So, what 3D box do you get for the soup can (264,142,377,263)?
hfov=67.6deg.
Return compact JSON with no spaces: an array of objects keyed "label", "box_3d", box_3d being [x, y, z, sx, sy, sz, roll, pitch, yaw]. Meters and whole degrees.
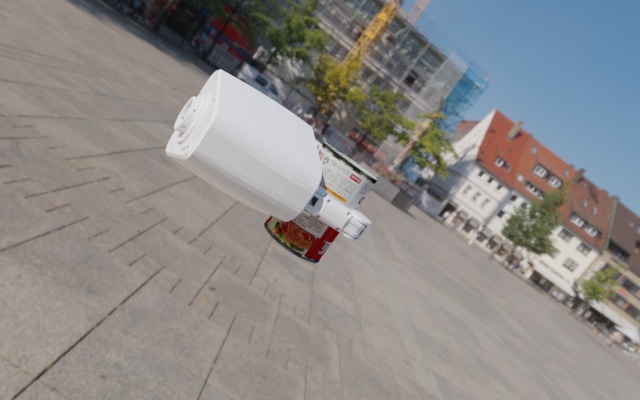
[{"label":"soup can","box_3d":[0.001,0.002,0.475,0.068,0.102,0.068,35,8,-6]}]
